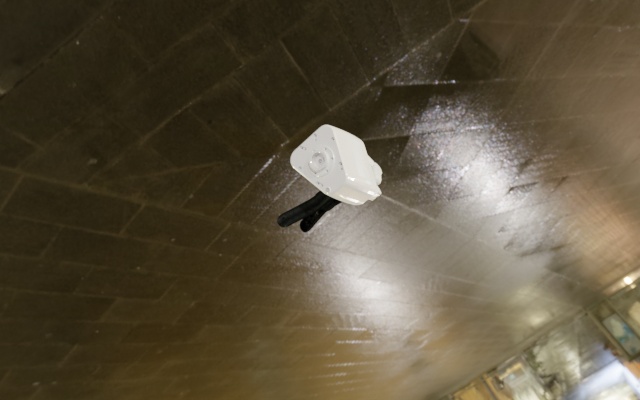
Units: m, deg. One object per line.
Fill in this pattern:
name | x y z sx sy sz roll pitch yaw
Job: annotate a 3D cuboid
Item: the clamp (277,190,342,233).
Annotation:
clamp | 0.001 0.003 0.872 0.171 0.039 0.120 -43 -15 19
